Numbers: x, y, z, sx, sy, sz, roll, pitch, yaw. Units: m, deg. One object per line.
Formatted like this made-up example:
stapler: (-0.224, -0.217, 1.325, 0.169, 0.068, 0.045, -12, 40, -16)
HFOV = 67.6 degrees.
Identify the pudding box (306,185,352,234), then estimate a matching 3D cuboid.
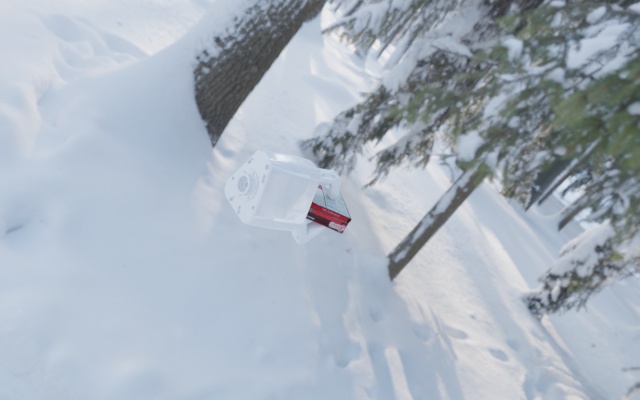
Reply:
pudding box: (0.000, 0.003, 0.854, 0.090, 0.039, 0.113, 25, 24, -22)
